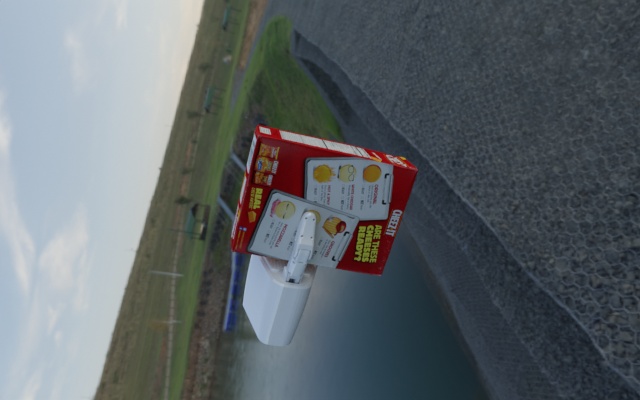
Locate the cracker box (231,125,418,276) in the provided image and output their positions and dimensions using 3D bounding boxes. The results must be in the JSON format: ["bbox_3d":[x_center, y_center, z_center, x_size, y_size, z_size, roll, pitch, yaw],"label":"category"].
[{"bbox_3d":[0.000,0.002,0.646,0.214,0.164,0.072,11,21,-14],"label":"cracker box"}]
